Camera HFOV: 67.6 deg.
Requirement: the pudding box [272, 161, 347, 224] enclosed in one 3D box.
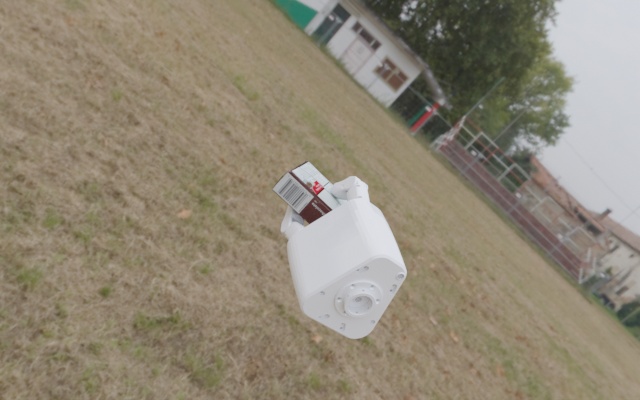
[{"bbox_3d":[0.000,0.002,0.632,0.039,0.113,0.090,-46,-1,18],"label":"pudding box"}]
